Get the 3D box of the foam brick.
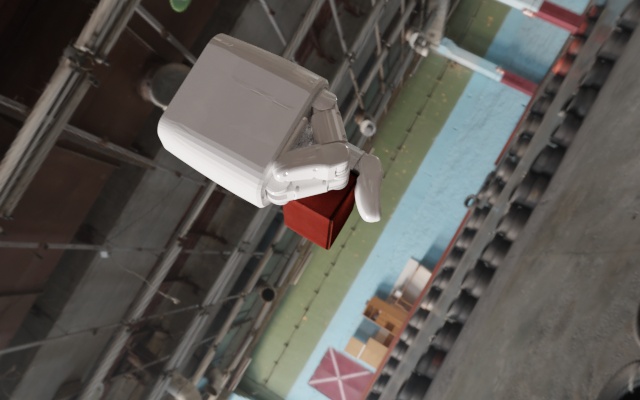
[{"bbox_3d":[0.000,0.002,0.447,0.051,0.053,0.078,28,-23,11],"label":"foam brick"}]
